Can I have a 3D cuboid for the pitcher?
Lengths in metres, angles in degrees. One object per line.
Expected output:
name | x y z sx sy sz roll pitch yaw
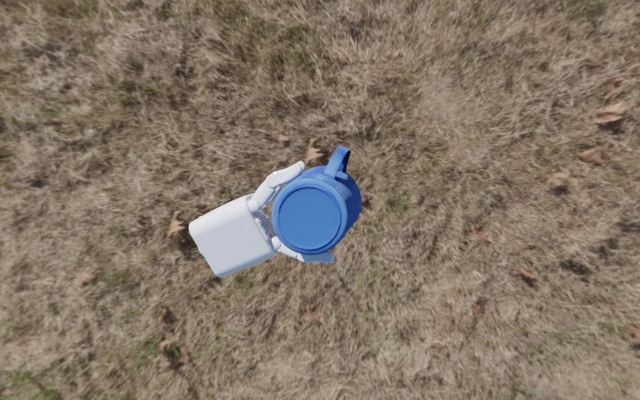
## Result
pitcher | 0.000 0.003 0.766 0.145 0.149 0.243 -21 3 7
